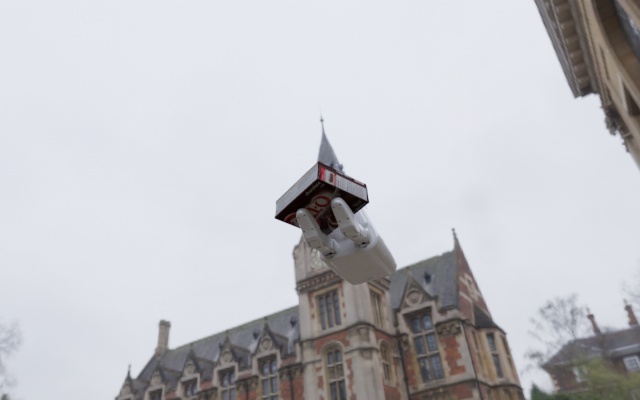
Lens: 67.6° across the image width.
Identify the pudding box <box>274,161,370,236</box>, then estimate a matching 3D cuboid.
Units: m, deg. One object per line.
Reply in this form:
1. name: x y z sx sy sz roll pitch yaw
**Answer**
1. pudding box: 0.000 0.002 0.686 0.090 0.039 0.113 23 -46 -28
